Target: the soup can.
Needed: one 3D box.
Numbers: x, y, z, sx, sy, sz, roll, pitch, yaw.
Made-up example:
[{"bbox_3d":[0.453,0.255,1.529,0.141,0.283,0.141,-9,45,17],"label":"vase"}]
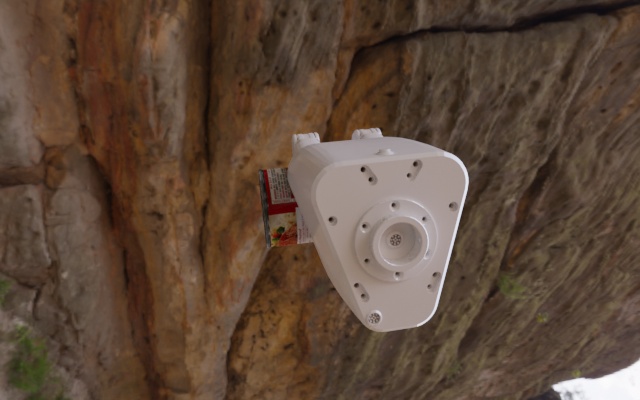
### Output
[{"bbox_3d":[0.000,0.001,0.417,0.102,0.068,0.068,-6,1,-8],"label":"soup can"}]
